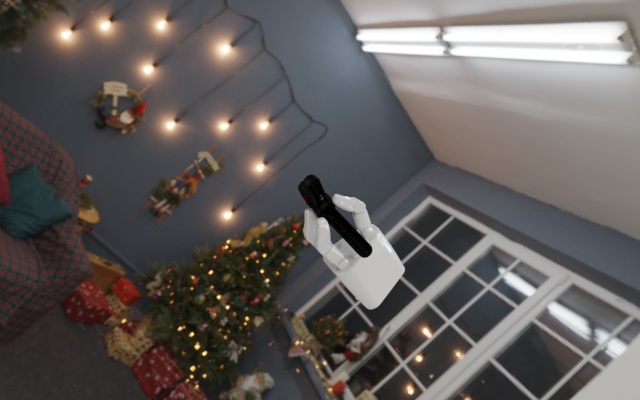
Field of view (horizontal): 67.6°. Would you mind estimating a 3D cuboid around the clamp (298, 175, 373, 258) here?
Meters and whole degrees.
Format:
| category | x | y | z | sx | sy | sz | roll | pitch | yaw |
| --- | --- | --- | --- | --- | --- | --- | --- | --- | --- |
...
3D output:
| category | x | y | z | sx | sy | sz | roll | pitch | yaw |
| --- | --- | --- | --- | --- | --- | --- | --- | --- | --- |
| clamp | 0.001 | 0.002 | 0.811 | 0.036 | 0.165 | 0.210 | -39 | 26 | -5 |
